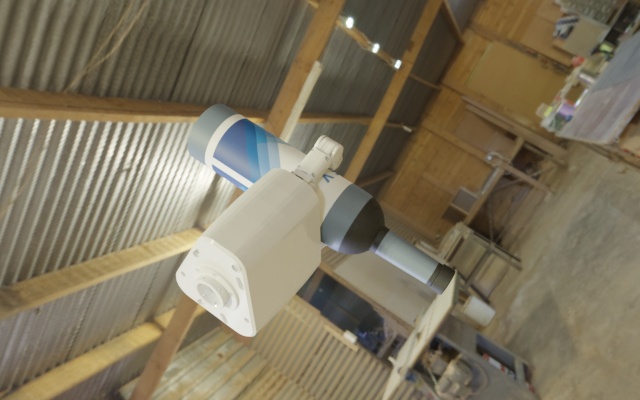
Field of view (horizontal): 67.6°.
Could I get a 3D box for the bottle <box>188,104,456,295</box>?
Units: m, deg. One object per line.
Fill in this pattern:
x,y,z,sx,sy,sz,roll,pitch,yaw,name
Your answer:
0.000,0.001,0.485,0.295,0.069,0.069,32,8,13,bottle
